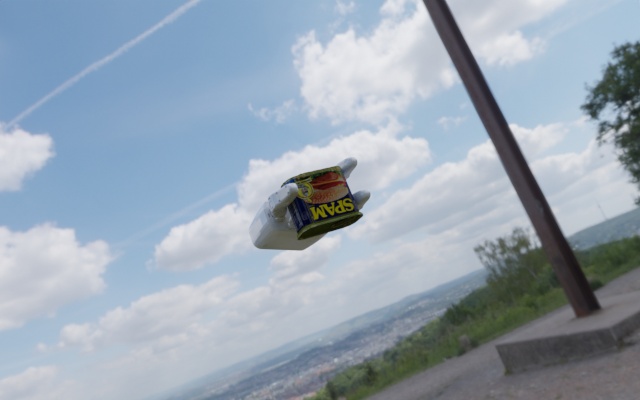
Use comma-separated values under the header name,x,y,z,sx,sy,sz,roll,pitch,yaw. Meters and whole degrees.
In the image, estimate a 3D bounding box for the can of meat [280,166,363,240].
name,x,y,z,sx,sy,sz,roll,pitch,yaw
can of meat,0.000,0.002,0.708,0.102,0.084,0.057,-14,-18,-26
